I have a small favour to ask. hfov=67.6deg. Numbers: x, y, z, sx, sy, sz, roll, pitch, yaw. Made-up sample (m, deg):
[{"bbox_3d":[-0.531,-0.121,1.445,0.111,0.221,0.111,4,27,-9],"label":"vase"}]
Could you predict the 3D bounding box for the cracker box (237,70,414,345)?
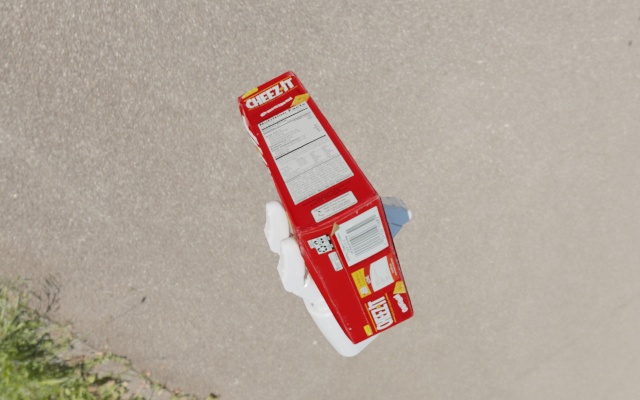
[{"bbox_3d":[0.000,0.002,0.452,0.072,0.164,0.213,-26,44,-3],"label":"cracker box"}]
